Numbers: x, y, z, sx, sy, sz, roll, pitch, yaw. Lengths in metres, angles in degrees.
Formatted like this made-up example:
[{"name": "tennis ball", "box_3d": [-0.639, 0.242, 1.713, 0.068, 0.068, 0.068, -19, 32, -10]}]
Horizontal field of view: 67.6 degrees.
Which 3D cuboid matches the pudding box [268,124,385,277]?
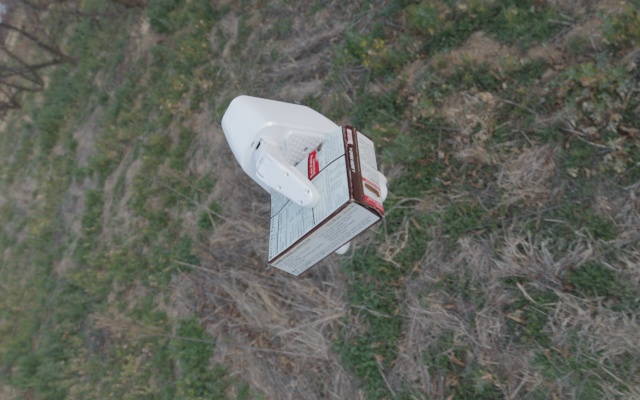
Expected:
[{"name": "pudding box", "box_3d": [0.000, 0.001, 0.415, 0.039, 0.090, 0.113, 25, -47, -30]}]
